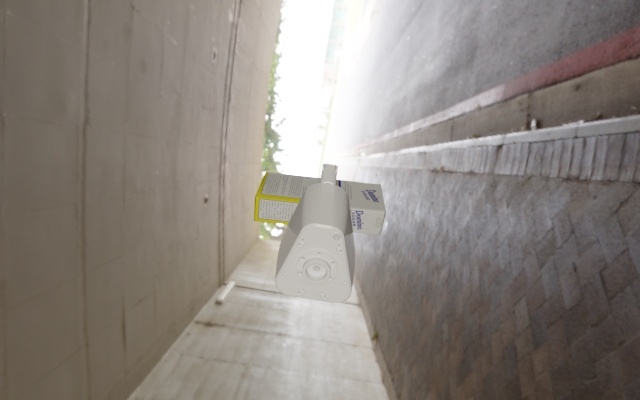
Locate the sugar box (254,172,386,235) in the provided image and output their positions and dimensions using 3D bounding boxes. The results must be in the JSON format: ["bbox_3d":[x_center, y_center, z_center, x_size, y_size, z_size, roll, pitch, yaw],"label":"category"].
[{"bbox_3d":[0.000,0.003,0.679,0.176,0.048,0.093,9,26,-1],"label":"sugar box"}]
